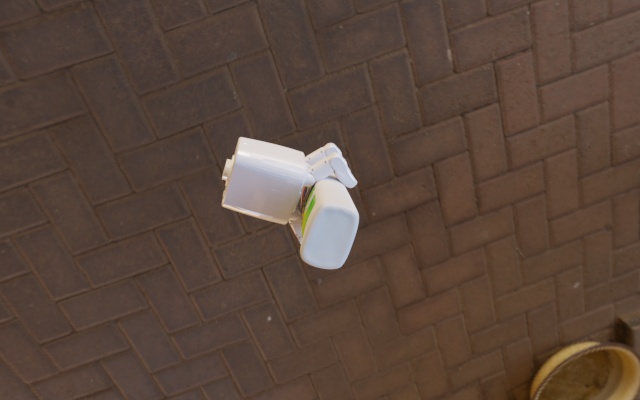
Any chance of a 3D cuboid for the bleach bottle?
[{"bbox_3d":[0.000,0.002,0.758,0.068,0.102,0.250,15,19,-13],"label":"bleach bottle"}]
